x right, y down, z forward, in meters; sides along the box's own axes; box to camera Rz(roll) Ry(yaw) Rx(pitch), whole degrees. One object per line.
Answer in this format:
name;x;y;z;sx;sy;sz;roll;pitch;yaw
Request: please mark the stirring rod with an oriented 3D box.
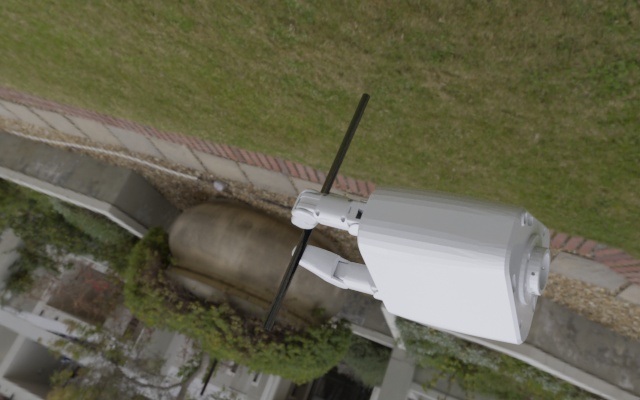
stirring rod;0.000;0.001;0.431;0.011;0.239;0.011;21;-19;8
